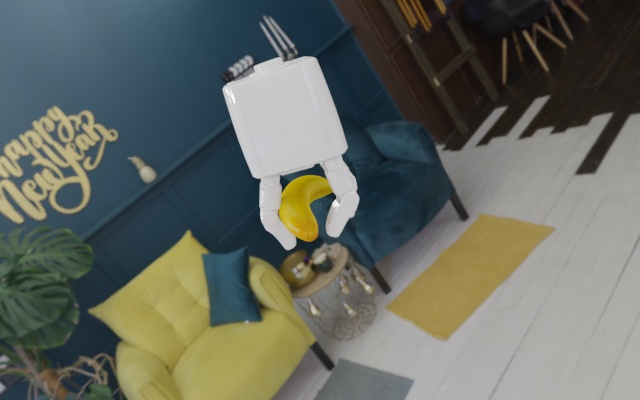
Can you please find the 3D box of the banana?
[{"bbox_3d":[-0.017,0.000,0.595,0.069,0.037,0.197,1,19,13],"label":"banana"}]
